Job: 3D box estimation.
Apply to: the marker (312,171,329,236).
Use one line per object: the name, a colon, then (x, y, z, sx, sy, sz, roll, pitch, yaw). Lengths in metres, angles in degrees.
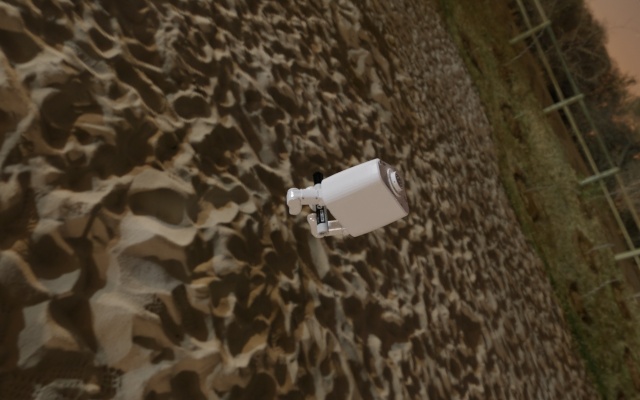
marker: (0.000, 0.003, 0.806, 0.020, 0.121, 0.020, -4, -31, -2)
